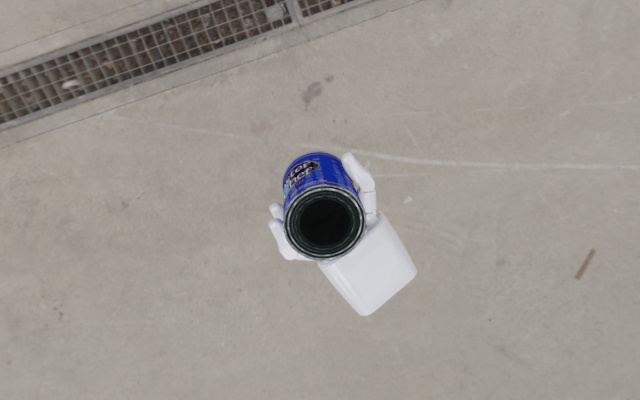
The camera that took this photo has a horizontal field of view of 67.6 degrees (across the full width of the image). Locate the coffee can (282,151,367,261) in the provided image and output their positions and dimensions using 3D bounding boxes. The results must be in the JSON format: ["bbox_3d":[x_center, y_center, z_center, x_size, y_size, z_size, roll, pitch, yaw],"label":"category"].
[{"bbox_3d":[0.000,0.002,0.638,0.103,0.103,0.140,0,22,-5],"label":"coffee can"}]
